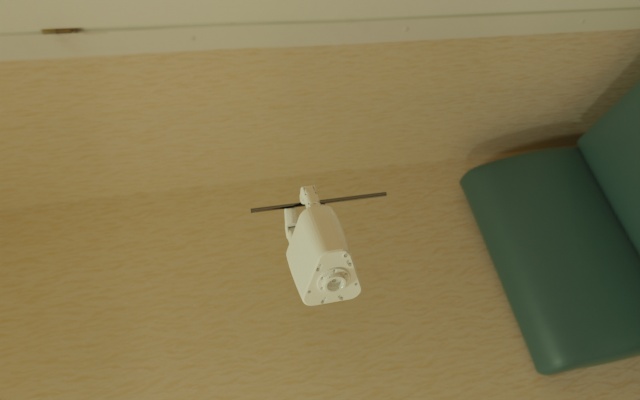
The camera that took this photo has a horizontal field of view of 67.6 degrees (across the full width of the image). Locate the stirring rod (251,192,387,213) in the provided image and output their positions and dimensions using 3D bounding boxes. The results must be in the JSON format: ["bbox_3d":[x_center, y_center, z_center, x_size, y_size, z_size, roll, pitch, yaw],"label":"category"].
[{"bbox_3d":[0.000,0.003,0.825,0.239,0.011,0.011,-7,1,-12],"label":"stirring rod"}]
